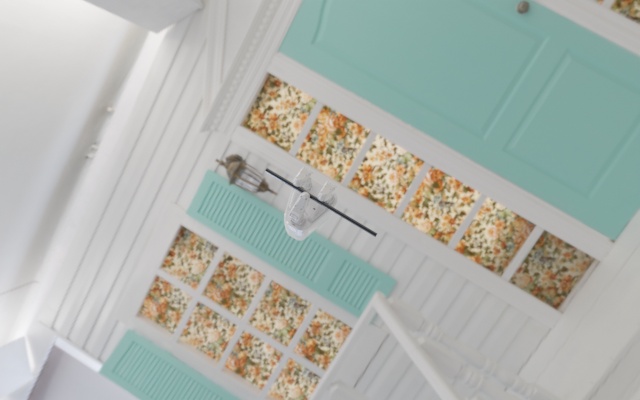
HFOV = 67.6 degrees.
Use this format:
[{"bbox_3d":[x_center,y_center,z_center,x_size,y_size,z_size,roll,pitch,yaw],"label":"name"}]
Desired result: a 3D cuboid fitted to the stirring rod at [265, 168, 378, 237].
[{"bbox_3d":[0.000,0.003,0.890,0.239,0.011,0.011,31,4,6],"label":"stirring rod"}]
